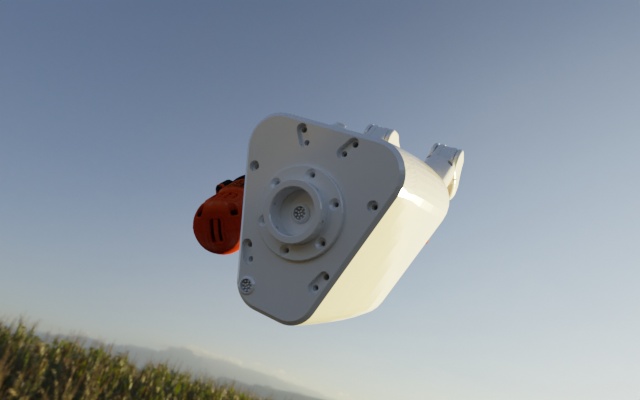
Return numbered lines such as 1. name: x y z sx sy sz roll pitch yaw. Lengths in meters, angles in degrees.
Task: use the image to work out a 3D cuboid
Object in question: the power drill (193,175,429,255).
1. power drill: 0.000 0.001 0.434 0.187 0.057 0.184 -4 13 8
